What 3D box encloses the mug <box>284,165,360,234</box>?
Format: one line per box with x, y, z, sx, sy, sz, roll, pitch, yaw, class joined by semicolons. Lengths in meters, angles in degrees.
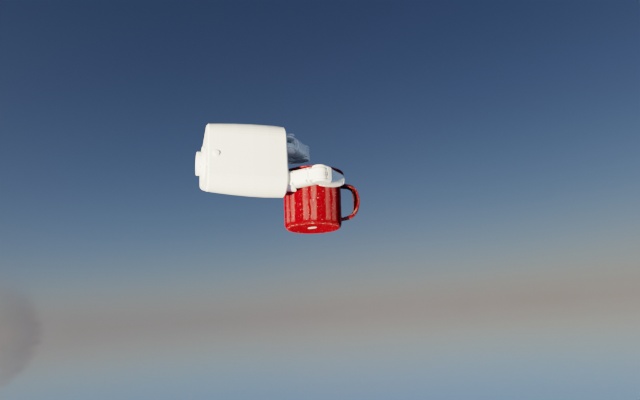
0.001;0.003;0.693;0.117;0.081;0.093;2;-15;-16;mug
